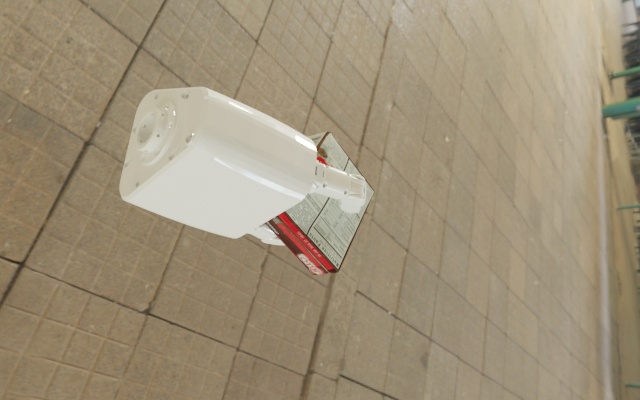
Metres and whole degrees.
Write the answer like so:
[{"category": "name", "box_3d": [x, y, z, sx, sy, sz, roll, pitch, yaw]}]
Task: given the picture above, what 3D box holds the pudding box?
[{"category": "pudding box", "box_3d": [0.000, 0.001, 0.461, 0.039, 0.113, 0.090, -11, -53, 43]}]
